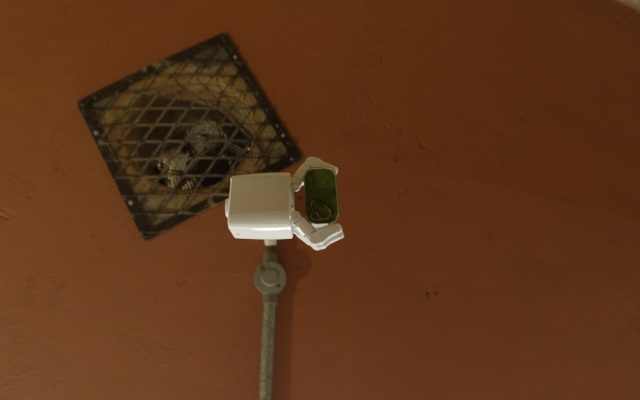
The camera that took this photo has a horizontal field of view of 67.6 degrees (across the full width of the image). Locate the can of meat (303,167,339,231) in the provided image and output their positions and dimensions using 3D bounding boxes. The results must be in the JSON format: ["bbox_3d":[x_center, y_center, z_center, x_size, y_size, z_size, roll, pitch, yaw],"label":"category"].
[{"bbox_3d":[0.000,0.003,0.847,0.057,0.102,0.084,-3,-17,-3],"label":"can of meat"}]
